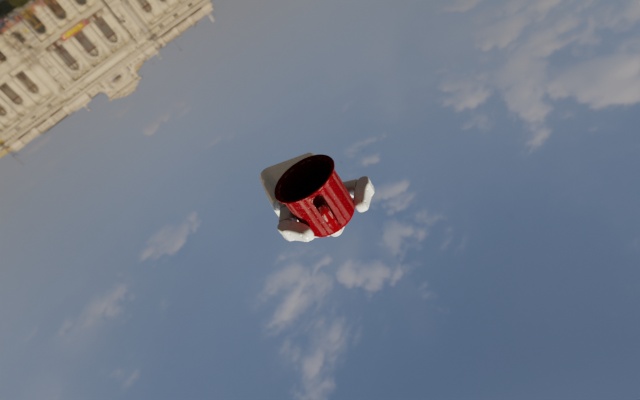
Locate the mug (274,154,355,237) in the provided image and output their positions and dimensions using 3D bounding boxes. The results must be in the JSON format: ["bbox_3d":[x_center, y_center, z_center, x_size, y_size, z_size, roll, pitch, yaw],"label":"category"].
[{"bbox_3d":[0.001,0.003,0.654,0.093,0.081,0.117,-35,34,0],"label":"mug"}]
